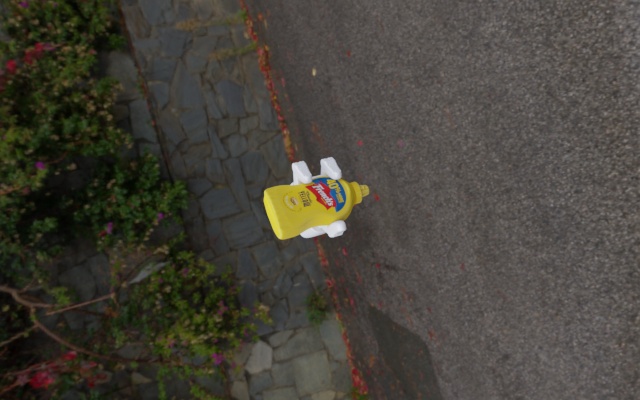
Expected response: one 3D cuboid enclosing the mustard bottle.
[{"bbox_3d":[0.000,0.003,0.872,0.191,0.096,0.058,-14,-32,-18],"label":"mustard bottle"}]
